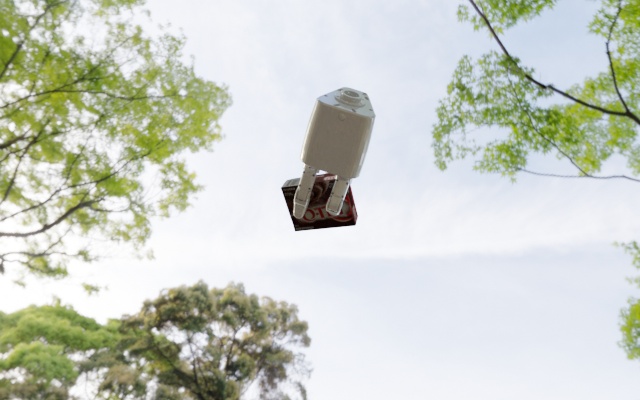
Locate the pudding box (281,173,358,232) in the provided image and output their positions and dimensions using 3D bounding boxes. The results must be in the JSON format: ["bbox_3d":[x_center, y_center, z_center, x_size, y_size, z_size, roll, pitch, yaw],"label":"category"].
[{"bbox_3d":[0.000,0.003,0.806,0.113,0.090,0.039,-6,28,19],"label":"pudding box"}]
